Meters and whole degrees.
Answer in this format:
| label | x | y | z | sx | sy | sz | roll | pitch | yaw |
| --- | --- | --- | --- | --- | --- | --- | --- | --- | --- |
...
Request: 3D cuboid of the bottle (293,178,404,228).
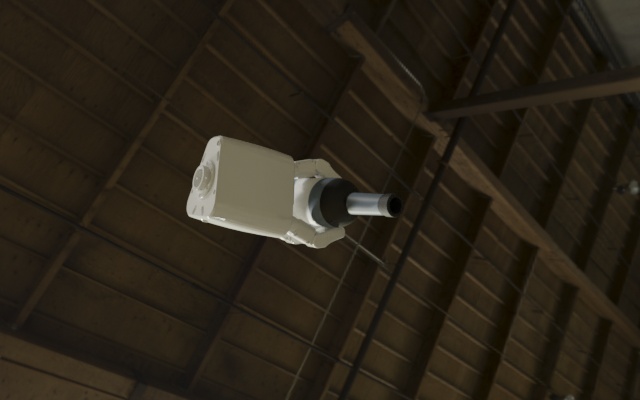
| label | x | y | z | sx | sy | sz | roll | pitch | yaw |
| --- | --- | --- | --- | --- | --- | --- | --- | --- | --- |
| bottle | 0.000 | 0.002 | 0.660 | 0.069 | 0.069 | 0.295 | 0 | 1 | -36 |
